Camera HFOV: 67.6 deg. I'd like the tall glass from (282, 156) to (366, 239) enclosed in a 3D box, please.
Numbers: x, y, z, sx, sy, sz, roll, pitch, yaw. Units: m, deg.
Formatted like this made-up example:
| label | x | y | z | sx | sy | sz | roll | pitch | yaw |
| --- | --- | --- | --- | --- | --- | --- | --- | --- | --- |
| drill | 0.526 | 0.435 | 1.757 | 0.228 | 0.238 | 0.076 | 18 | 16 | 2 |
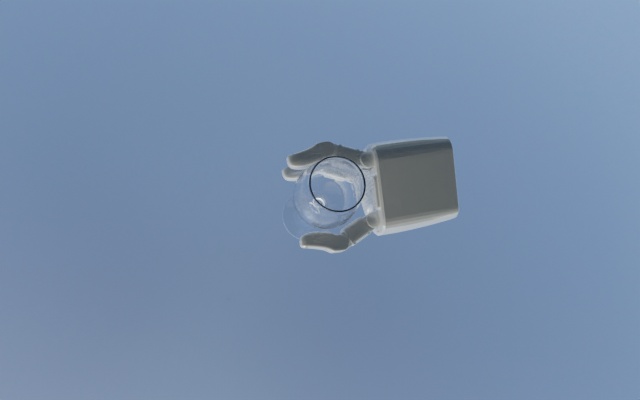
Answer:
| label | x | y | z | sx | sy | sz | roll | pitch | yaw |
| --- | --- | --- | --- | --- | --- | --- | --- | --- | --- |
| tall glass | 0.000 | 0.002 | 0.597 | 0.079 | 0.079 | 0.201 | 0 | -11 | -11 |
